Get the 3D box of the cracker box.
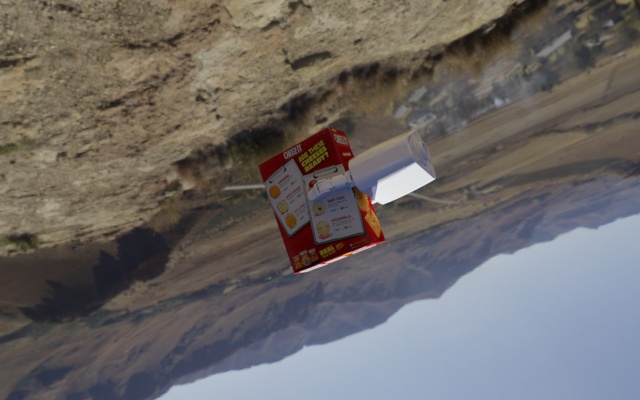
[{"bbox_3d":[0.000,0.003,0.854,0.164,0.213,0.072,-25,-12,26],"label":"cracker box"}]
